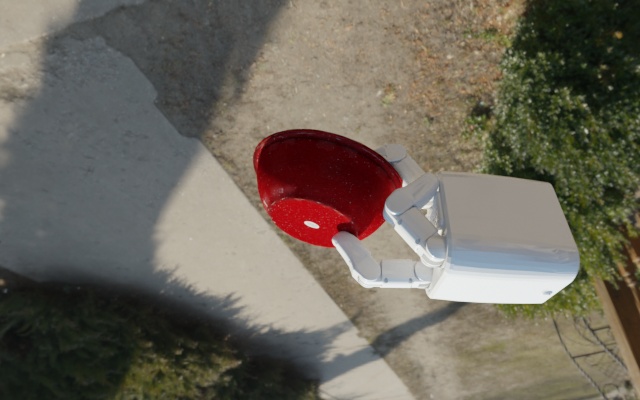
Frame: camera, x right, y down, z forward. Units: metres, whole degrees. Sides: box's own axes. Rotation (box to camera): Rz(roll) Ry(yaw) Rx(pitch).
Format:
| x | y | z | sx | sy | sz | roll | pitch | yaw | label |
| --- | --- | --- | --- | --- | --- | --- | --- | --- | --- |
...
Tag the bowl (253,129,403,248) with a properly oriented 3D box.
| x | y | z | sx | sy | sz | roll | pitch | yaw | label |
| --- | --- | --- | --- | --- | --- | --- | --- | --- | --- |
| -0.001 | 0.002 | 0.479 | 0.162 | 0.055 | 0.162 | 14 | -30 | 8 | bowl |
